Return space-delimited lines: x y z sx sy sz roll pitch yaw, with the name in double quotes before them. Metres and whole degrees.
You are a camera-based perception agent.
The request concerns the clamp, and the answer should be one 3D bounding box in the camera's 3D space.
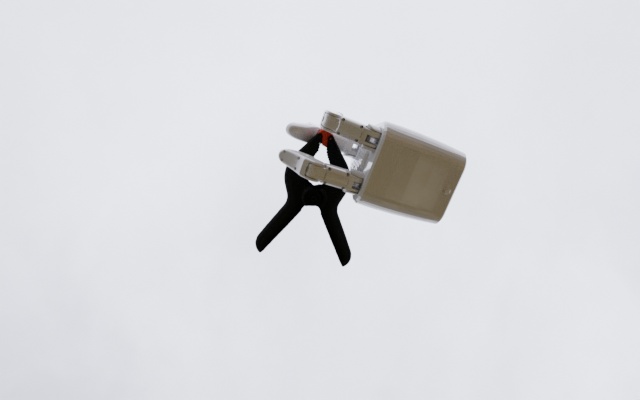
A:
"clamp" 0.000 0.002 0.584 0.120 0.171 0.039 17 16 -11
